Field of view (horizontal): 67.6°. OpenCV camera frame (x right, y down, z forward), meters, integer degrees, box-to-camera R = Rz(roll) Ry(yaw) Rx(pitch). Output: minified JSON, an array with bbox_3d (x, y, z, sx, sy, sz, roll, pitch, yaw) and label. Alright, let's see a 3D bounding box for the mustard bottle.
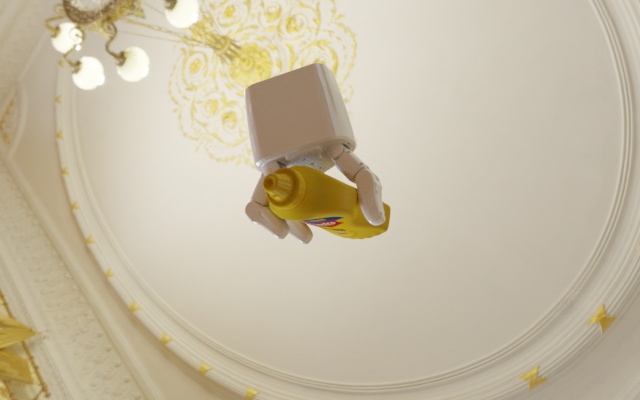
[{"bbox_3d":[0.000,0.002,0.529,0.096,0.058,0.192,5,-10,31],"label":"mustard bottle"}]
